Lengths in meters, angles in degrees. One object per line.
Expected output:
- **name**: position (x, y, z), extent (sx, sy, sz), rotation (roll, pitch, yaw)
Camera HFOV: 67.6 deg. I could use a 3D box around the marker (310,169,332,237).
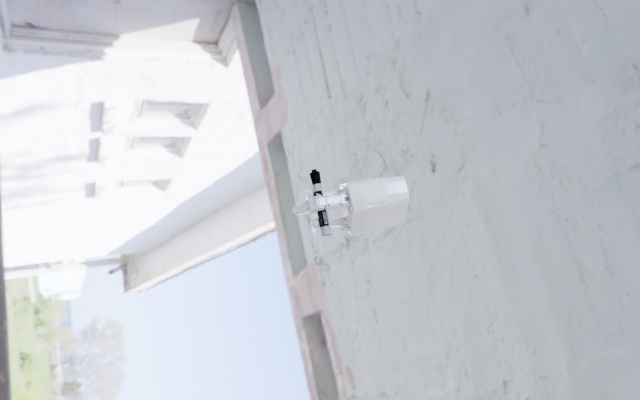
- **marker**: position (0.000, 0.003, 0.839), extent (0.020, 0.121, 0.020), rotation (-11, -14, -3)
